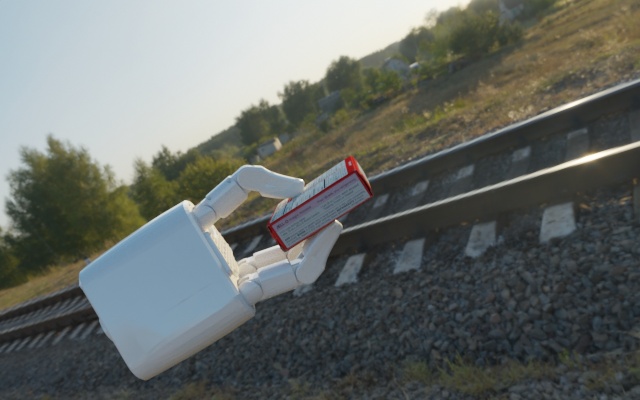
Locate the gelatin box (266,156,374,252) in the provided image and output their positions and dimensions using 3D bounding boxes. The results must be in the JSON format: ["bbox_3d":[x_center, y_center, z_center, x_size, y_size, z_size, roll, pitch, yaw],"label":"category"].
[{"bbox_3d":[0.000,0.001,0.415,0.089,0.030,0.073,-33,11,8],"label":"gelatin box"}]
